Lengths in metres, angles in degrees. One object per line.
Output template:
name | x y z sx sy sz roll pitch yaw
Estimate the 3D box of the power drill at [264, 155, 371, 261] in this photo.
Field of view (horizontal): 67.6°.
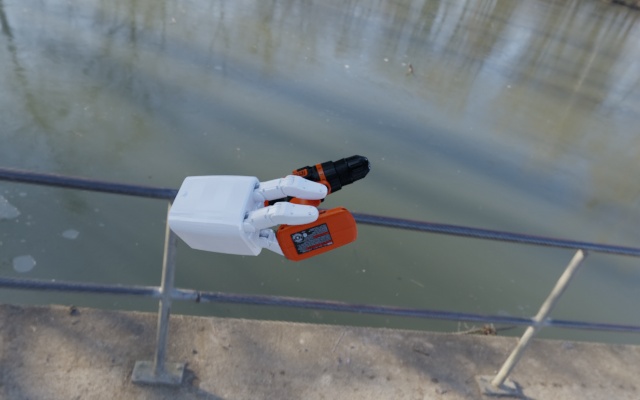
power drill | 0.000 0.003 0.703 0.184 0.057 0.187 -21 26 3
